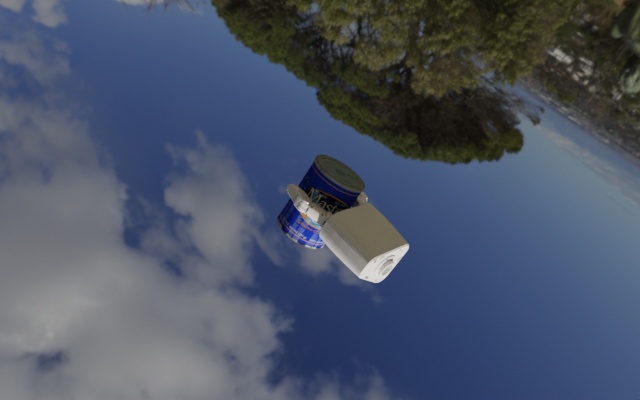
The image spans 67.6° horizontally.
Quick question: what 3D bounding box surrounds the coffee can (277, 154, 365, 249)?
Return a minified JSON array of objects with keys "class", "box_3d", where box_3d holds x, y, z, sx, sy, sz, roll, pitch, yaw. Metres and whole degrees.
[{"class":"coffee can","box_3d":[0.000,0.003,0.866,0.103,0.140,0.102,29,23,-13]}]
